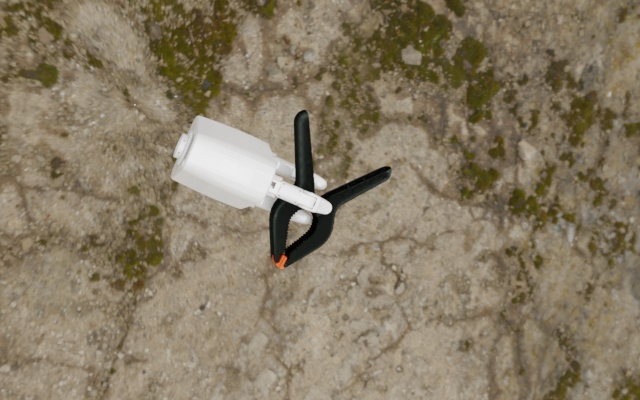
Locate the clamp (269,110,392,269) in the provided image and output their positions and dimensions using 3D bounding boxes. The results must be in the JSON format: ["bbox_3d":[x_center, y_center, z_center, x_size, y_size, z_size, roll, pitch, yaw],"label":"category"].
[{"bbox_3d":[0.000,0.003,0.666,0.164,0.210,0.036,23,2,-21],"label":"clamp"}]
